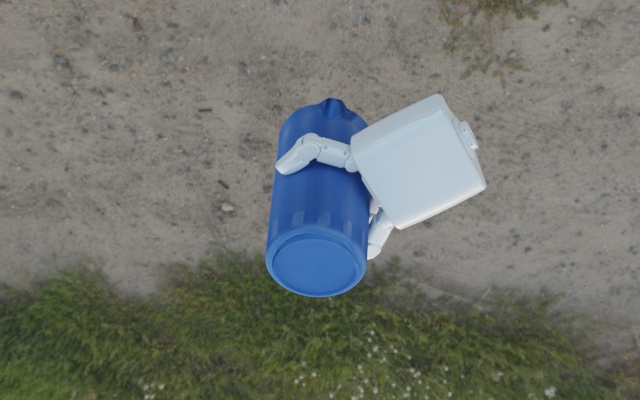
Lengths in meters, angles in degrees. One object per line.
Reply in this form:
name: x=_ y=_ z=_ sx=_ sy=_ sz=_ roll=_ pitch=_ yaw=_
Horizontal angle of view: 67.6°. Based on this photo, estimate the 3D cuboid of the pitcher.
pitcher: x=0.000 y=0.002 z=0.593 sx=0.145 sy=0.149 sz=0.242 roll=-26 pitch=33 yaw=24
